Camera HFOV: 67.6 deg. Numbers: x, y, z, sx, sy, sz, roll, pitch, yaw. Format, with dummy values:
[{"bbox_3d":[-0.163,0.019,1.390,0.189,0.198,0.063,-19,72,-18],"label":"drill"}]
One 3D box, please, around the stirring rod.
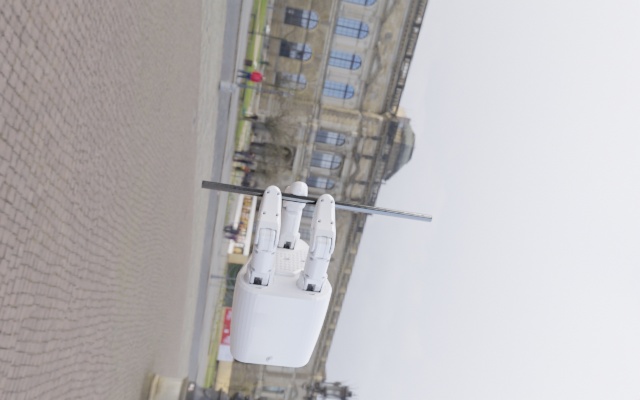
[{"bbox_3d":[0.000,0.002,0.492,0.239,0.011,0.011,9,-1,-8],"label":"stirring rod"}]
